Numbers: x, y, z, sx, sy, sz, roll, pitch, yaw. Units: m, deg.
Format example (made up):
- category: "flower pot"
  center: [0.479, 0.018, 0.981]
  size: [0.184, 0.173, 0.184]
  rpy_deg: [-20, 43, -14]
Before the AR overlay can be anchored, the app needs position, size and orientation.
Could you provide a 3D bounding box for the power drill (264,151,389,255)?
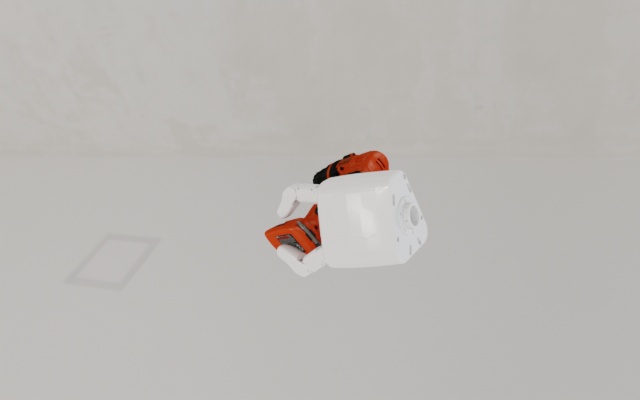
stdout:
- category: "power drill"
  center: [0.000, 0.003, 0.733]
  size: [0.187, 0.057, 0.184]
  rpy_deg: [-49, 16, -26]
